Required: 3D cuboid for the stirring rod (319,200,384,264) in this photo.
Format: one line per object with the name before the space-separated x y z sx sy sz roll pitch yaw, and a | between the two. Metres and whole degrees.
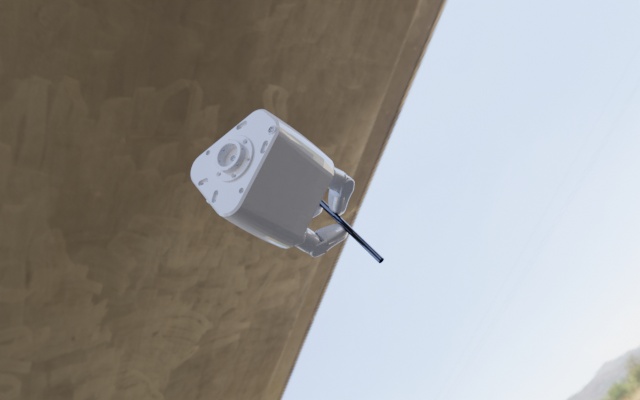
stirring rod | 0.000 0.002 0.615 0.011 0.011 0.239 0 34 -44
